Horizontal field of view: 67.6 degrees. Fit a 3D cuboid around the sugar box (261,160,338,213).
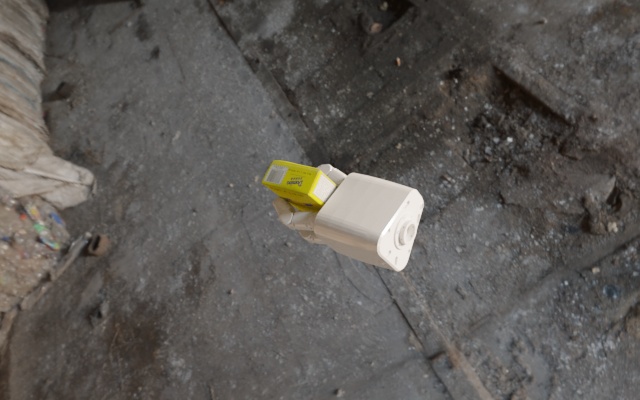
[{"bbox_3d":[0.000,0.003,0.722,0.093,0.048,0.176,15,-18,38],"label":"sugar box"}]
